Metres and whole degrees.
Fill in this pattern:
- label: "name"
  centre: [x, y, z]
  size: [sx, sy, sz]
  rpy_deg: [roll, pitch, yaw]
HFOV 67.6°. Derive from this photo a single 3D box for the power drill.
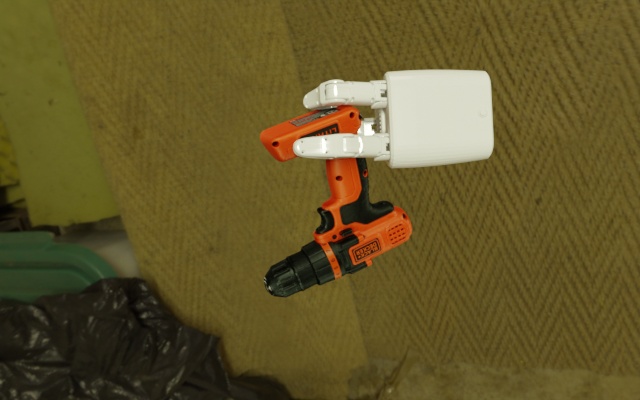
- label: "power drill"
  centre: [0.000, 0.001, 0.527]
  size: [0.184, 0.188, 0.057]
  rpy_deg: [-25, 25, -13]
